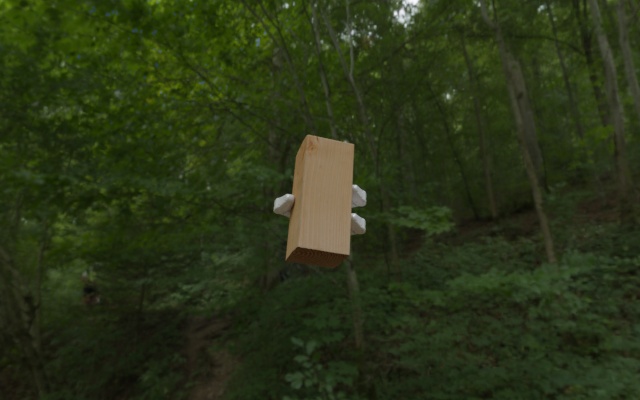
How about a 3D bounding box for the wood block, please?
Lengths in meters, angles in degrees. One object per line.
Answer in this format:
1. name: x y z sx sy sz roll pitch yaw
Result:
1. wood block: 0.000 0.003 0.836 0.091 0.206 0.090 10 -24 -13
